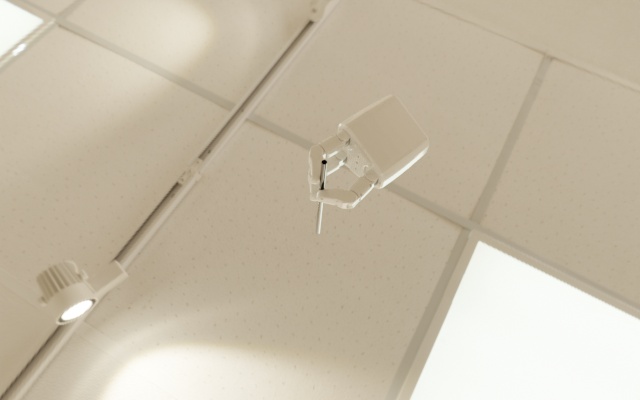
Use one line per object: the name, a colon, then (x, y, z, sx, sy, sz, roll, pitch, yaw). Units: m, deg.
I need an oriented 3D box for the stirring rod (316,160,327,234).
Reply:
stirring rod: (0.000, 0.002, 0.755, 0.011, 0.011, 0.240, 0, -27, -3)
